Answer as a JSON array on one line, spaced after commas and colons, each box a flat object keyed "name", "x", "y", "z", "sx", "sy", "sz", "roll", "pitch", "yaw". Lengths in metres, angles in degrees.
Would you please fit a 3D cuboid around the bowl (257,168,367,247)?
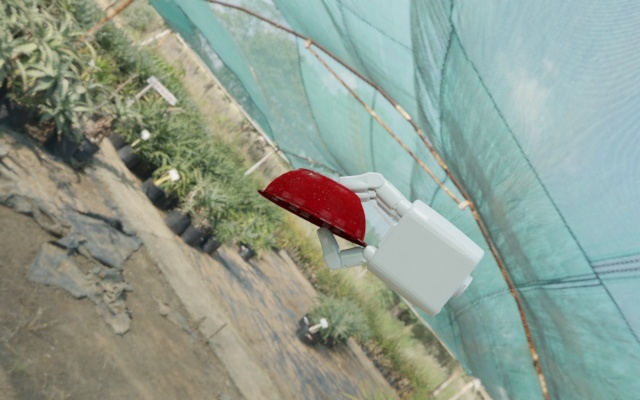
[{"name": "bowl", "x": -0.001, "y": 0.001, "z": 0.632, "sx": 0.162, "sy": 0.055, "sz": 0.162, "roll": 26, "pitch": -6, "yaw": 3}]
